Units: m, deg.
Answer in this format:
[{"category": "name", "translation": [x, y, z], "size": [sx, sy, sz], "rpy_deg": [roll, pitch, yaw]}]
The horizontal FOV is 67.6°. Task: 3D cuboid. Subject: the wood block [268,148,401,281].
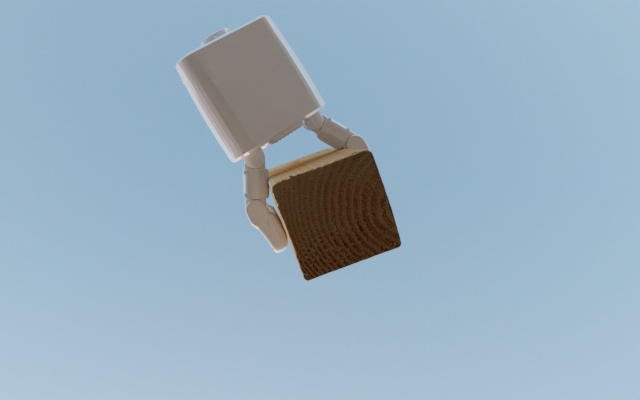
[{"category": "wood block", "translation": [0.000, 0.001, 0.496], "size": [0.091, 0.090, 0.206], "rpy_deg": [-20, 9, -5]}]
